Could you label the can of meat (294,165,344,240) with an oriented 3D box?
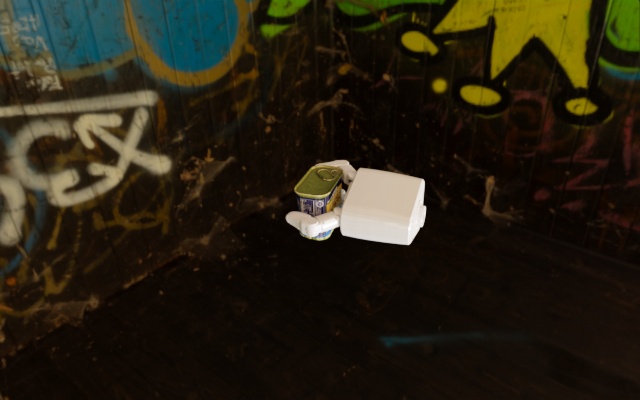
[{"bbox_3d":[0.000,0.003,0.770,0.057,0.084,0.102,8,32,18],"label":"can of meat"}]
